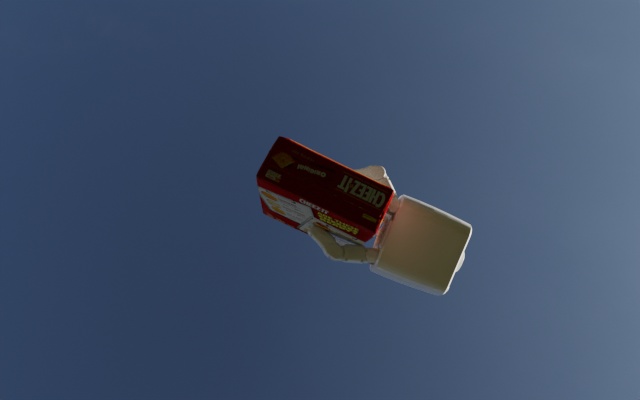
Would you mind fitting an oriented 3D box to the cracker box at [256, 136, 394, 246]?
[{"bbox_3d":[0.000,0.002,0.684,0.164,0.072,0.214,25,-14,2],"label":"cracker box"}]
